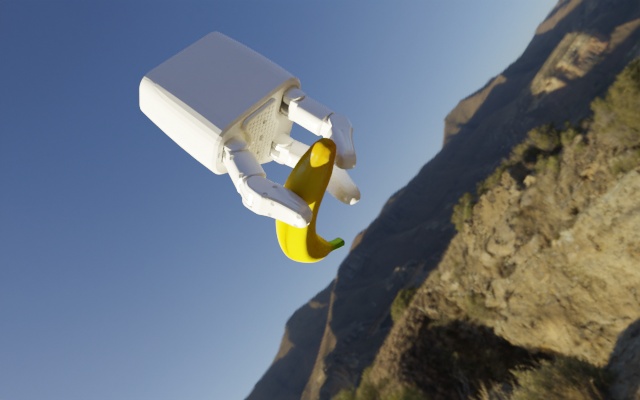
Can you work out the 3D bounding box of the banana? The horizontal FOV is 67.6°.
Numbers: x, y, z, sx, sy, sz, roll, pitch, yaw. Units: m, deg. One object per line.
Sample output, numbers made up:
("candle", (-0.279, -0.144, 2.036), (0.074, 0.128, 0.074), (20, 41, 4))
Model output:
("banana", (-0.012, 0.015, 0.452), (0.037, 0.069, 0.198), (39, -20, 21))
